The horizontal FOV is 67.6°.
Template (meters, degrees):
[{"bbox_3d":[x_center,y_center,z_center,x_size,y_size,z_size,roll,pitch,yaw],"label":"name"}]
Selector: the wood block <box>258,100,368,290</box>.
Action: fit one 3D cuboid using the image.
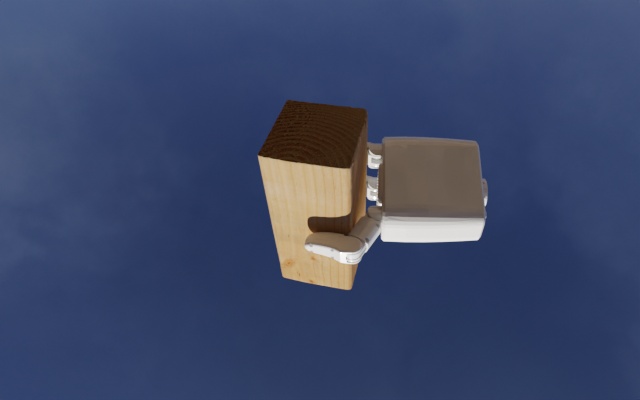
[{"bbox_3d":[0.000,0.002,0.536,0.090,0.090,0.206,9,-41,12],"label":"wood block"}]
